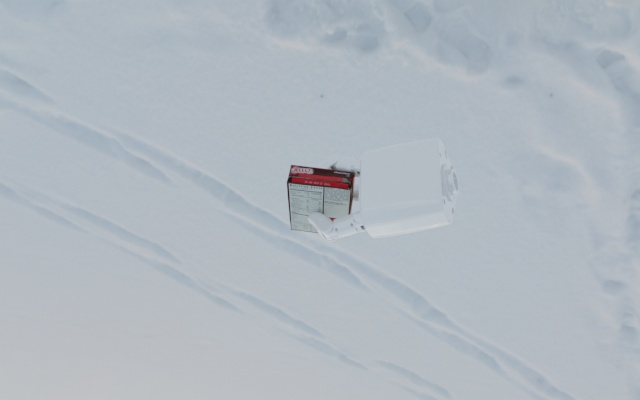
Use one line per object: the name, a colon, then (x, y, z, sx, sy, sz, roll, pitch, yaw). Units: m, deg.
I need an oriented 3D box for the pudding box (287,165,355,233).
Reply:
pudding box: (0.000, 0.002, 0.684, 0.090, 0.039, 0.114, 8, -41, 6)
